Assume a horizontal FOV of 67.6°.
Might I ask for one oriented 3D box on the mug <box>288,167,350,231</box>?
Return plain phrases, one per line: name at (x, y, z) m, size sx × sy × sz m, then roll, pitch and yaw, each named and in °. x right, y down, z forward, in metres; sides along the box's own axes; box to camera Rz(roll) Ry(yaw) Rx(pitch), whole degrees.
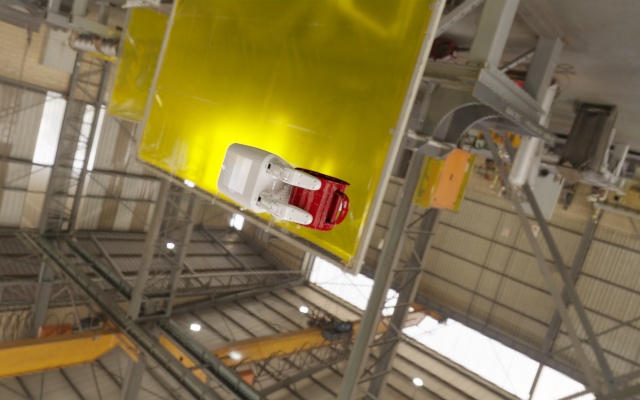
mug at (0.001, 0.003, 0.757) m, size 0.117 × 0.081 × 0.093 m, roll 24°, pitch 11°, yaw 42°
